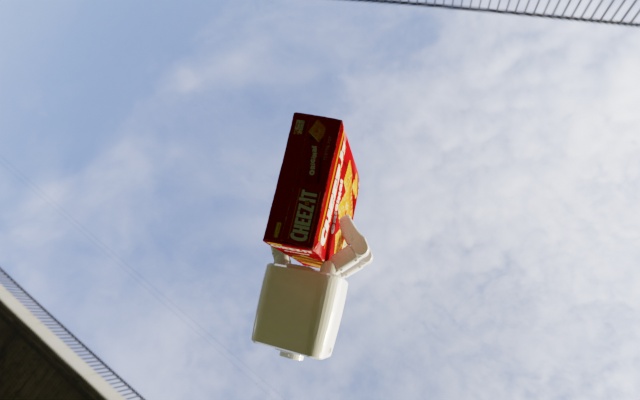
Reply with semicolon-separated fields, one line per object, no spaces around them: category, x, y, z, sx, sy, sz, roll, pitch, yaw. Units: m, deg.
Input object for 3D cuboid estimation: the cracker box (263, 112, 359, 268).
cracker box;0.000;0.002;0.654;0.072;0.164;0.214;9;-13;12
